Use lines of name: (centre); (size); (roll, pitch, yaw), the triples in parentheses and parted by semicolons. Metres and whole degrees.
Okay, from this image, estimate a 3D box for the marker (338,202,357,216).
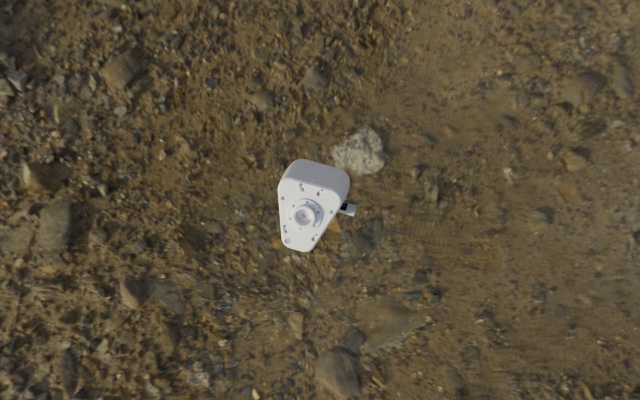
marker: (0.000, 0.003, 0.804); (0.121, 0.020, 0.020); (15, 1, 3)
